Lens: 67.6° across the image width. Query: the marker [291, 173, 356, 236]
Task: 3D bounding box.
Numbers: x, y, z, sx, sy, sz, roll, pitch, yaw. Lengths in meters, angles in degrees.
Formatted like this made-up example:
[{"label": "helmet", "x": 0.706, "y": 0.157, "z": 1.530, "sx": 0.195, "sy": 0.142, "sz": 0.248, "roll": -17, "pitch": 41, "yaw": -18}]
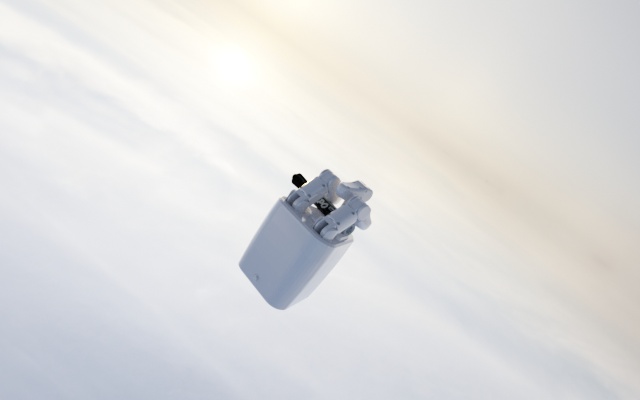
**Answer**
[{"label": "marker", "x": 0.000, "y": 0.002, "z": 0.622, "sx": 0.020, "sy": 0.020, "sz": 0.121, "roll": 0, "pitch": 36, "yaw": -48}]
